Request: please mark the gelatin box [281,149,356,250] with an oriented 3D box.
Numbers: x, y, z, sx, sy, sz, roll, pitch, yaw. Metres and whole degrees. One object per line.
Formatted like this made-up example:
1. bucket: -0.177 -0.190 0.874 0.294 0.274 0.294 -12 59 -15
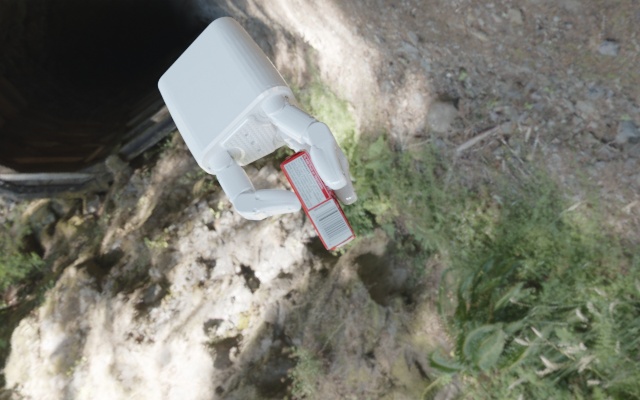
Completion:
1. gelatin box: 0.000 0.002 0.443 0.030 0.089 0.073 -30 -7 1
